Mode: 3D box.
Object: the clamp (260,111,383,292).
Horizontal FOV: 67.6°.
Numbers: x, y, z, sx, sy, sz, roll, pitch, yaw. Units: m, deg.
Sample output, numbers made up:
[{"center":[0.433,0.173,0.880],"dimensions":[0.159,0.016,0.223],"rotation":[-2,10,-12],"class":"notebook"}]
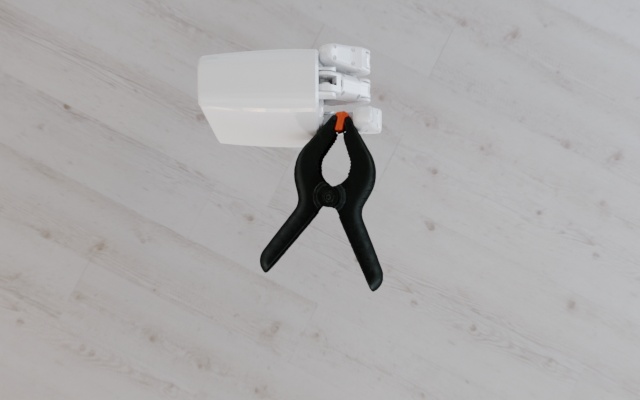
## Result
[{"center":[0.000,0.001,0.462],"dimensions":[0.120,0.171,0.039],"rotation":[0,-2,2],"class":"clamp"}]
